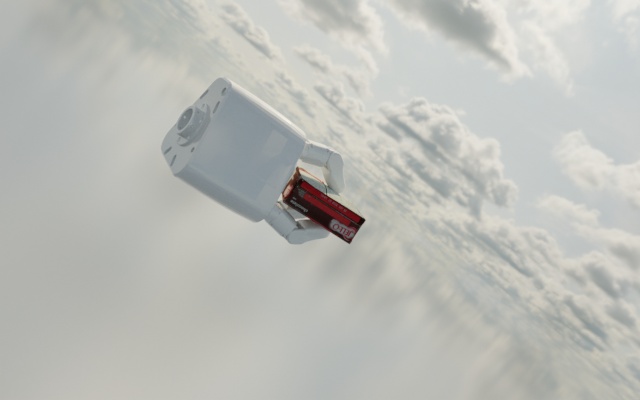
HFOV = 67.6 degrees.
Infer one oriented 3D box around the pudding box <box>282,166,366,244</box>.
[{"bbox_3d":[0.000,0.002,0.571,0.090,0.039,0.113,34,8,-10],"label":"pudding box"}]
